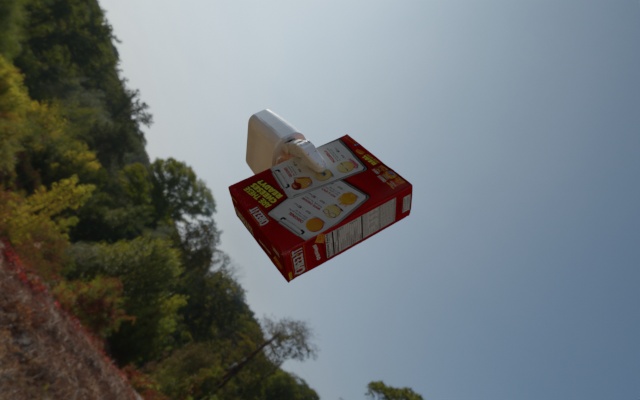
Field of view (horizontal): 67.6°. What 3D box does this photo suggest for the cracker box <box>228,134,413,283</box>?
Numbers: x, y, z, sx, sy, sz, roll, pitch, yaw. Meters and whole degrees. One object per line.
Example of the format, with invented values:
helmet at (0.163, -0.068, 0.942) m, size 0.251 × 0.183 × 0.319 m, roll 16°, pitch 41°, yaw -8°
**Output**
cracker box at (0.000, 0.002, 0.698) m, size 0.213 × 0.072 × 0.164 m, roll -27°, pitch 46°, yaw -20°
